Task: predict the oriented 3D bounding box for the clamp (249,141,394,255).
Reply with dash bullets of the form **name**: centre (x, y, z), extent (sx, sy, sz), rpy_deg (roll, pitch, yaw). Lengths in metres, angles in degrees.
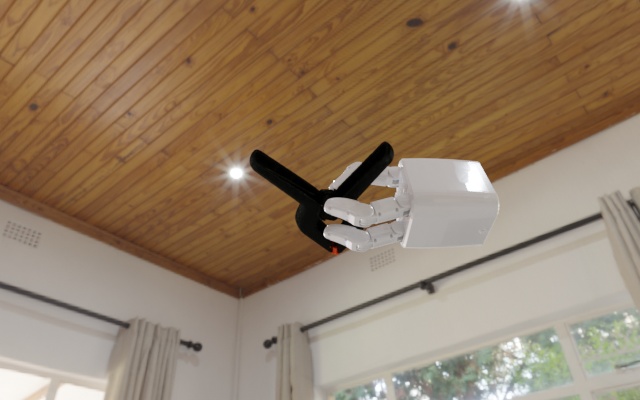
- **clamp**: centre (0.000, 0.002, 0.612), extent (0.164, 0.036, 0.210), rpy_deg (2, -38, 1)
